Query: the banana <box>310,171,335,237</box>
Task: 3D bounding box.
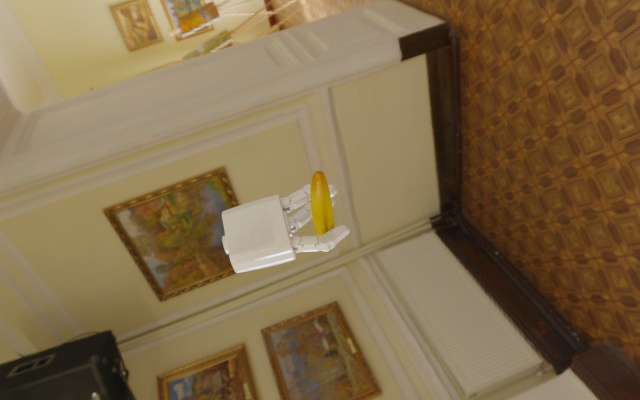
[{"bbox_3d":[0.003,0.021,0.817,0.037,0.069,0.198,-9,-23,1],"label":"banana"}]
